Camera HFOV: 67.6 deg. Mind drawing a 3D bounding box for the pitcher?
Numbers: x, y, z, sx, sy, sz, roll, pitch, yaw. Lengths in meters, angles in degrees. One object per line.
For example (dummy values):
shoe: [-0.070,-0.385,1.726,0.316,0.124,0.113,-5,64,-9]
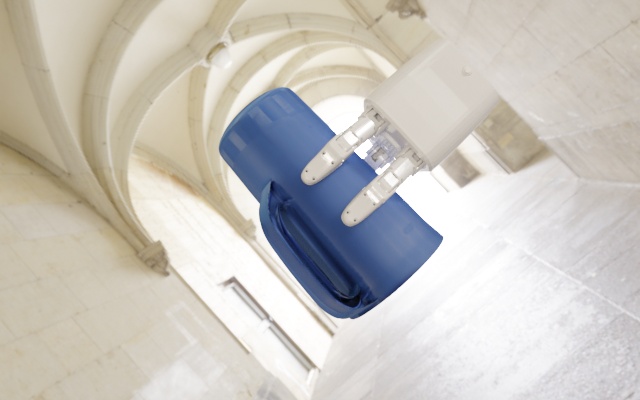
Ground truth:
pitcher: [0.000,0.002,0.511,0.145,0.243,0.149,-42,-4,-6]
